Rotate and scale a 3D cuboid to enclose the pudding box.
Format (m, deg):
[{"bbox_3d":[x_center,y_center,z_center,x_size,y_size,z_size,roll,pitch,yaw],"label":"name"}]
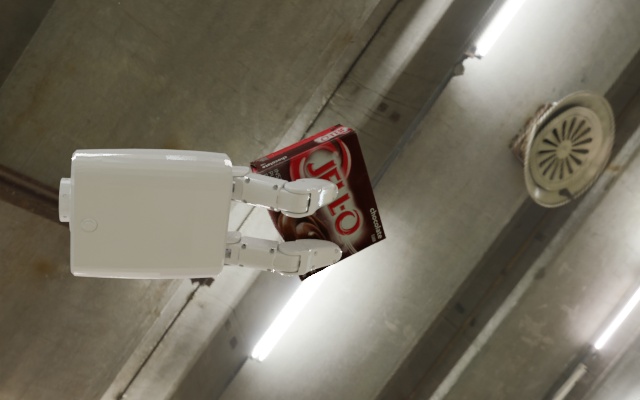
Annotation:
[{"bbox_3d":[0.000,0.001,0.419,0.090,0.113,0.039,-25,29,-12],"label":"pudding box"}]
